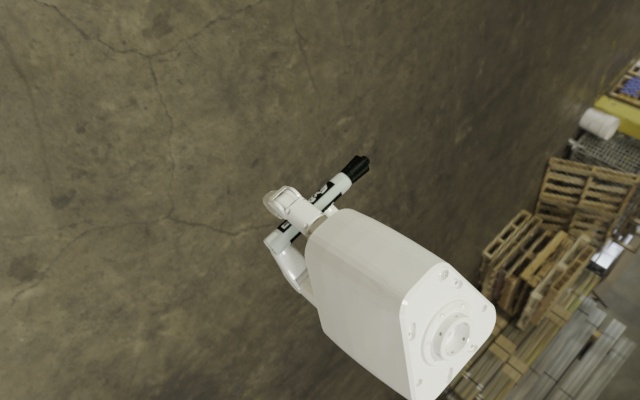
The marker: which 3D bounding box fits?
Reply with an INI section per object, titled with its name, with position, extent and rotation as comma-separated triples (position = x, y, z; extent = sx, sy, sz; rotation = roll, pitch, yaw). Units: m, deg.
[marker]
position = 0.000, 0.001, 0.423
extent = 0.121, 0.020, 0.020
rotation = -43, 14, -16
